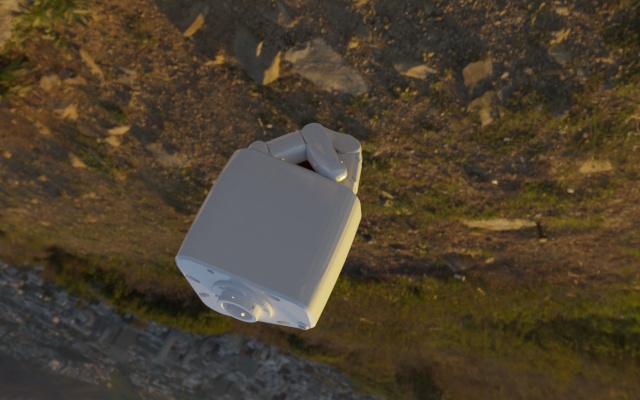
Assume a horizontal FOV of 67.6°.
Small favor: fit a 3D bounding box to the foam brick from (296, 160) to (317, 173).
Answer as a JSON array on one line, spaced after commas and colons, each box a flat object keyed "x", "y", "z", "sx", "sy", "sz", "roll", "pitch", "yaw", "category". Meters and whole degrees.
[{"x": 0.000, "y": 0.002, "z": 0.461, "sx": 0.053, "sy": 0.051, "sz": 0.078, "roll": 10, "pitch": -35, "yaw": 17, "category": "foam brick"}]
